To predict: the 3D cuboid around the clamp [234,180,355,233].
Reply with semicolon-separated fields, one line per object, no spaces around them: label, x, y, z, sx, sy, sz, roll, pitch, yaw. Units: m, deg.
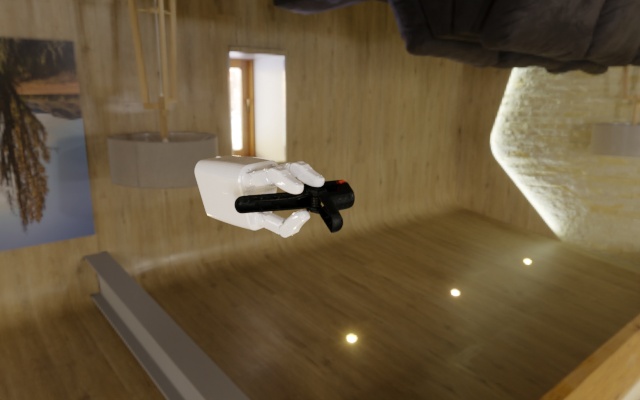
clamp;0.000;0.003;0.714;0.164;0.036;0.210;14;18;32
